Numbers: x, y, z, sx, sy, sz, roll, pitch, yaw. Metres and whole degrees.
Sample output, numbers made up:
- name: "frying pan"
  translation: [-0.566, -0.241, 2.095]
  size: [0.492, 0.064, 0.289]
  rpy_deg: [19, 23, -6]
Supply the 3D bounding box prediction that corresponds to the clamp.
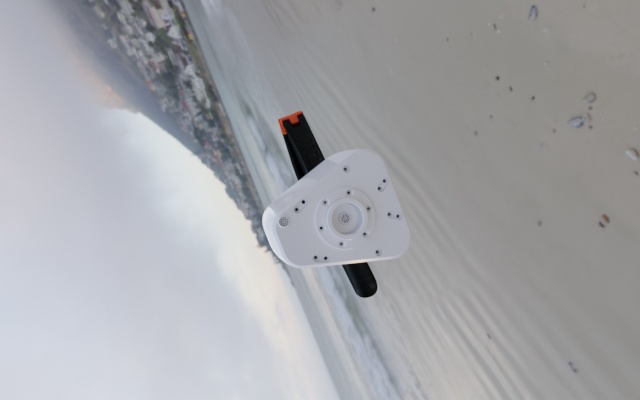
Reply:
- name: "clamp"
  translation: [-0.001, 0.002, 0.559]
  size: [0.036, 0.210, 0.164]
  rpy_deg: [-23, 4, -10]
